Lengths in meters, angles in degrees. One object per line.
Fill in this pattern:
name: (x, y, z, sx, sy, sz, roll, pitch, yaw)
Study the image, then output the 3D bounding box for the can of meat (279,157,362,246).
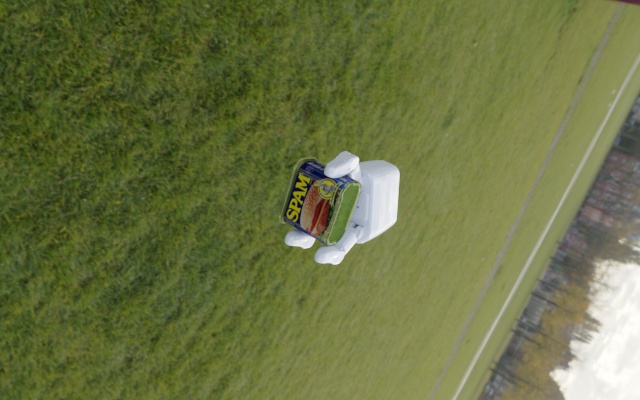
can of meat: (0.000, 0.002, 0.666, 0.084, 0.102, 0.057, 28, 20, 26)
